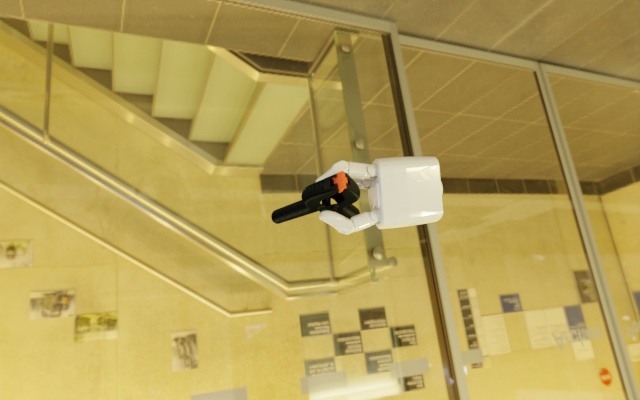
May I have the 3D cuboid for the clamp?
[{"bbox_3d":[0.000,0.003,0.794,0.164,0.036,0.210,-5,-17,-7],"label":"clamp"}]
